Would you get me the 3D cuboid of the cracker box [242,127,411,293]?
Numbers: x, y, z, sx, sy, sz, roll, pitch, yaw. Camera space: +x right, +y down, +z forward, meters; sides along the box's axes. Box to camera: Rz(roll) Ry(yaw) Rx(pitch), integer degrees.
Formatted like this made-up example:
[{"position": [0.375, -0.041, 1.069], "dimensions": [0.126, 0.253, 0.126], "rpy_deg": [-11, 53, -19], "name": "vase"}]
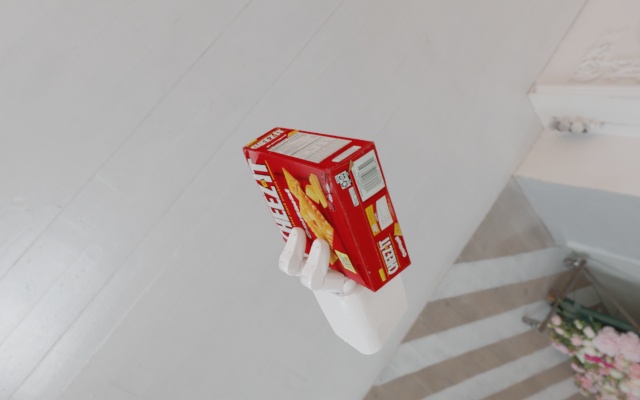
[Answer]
[{"position": [0.000, 0.002, 0.600], "dimensions": [0.072, 0.164, 0.213], "rpy_deg": [-33, 28, -24], "name": "cracker box"}]
